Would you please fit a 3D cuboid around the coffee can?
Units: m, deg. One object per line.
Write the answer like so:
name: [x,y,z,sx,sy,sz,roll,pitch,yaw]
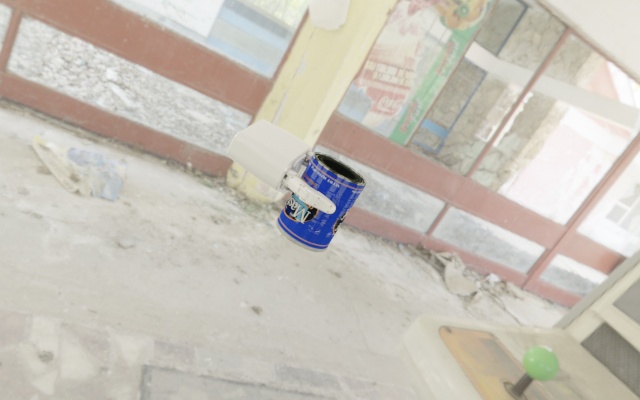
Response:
coffee can: [0.000,0.003,0.819,0.103,0.140,0.102,28,17,-9]
